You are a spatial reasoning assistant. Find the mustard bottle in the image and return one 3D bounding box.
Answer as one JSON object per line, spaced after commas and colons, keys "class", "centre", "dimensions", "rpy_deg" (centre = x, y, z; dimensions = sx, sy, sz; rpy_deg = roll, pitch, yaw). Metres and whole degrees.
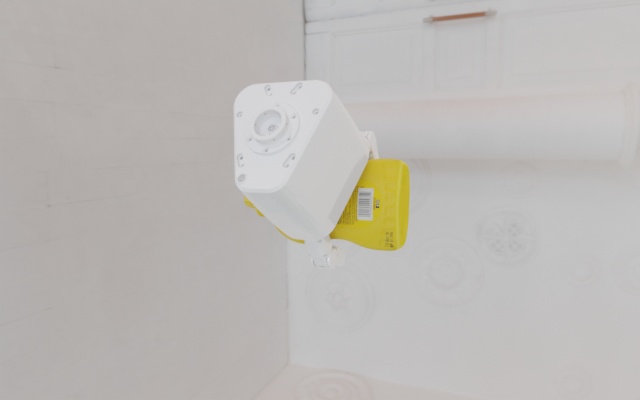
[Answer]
{"class": "mustard bottle", "centre": [0.000, 0.002, 0.534], "dimensions": [0.191, 0.096, 0.058], "rpy_deg": [2, 1, 23]}
